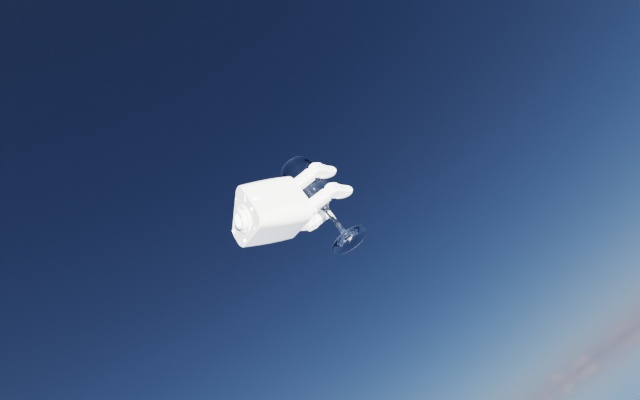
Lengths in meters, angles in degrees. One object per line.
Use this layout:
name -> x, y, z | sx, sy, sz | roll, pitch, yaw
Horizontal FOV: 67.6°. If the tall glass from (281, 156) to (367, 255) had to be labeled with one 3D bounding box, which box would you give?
tall glass -> 0.001, 0.003, 0.895 | 0.079, 0.079, 0.201 | 0, 43, -45
